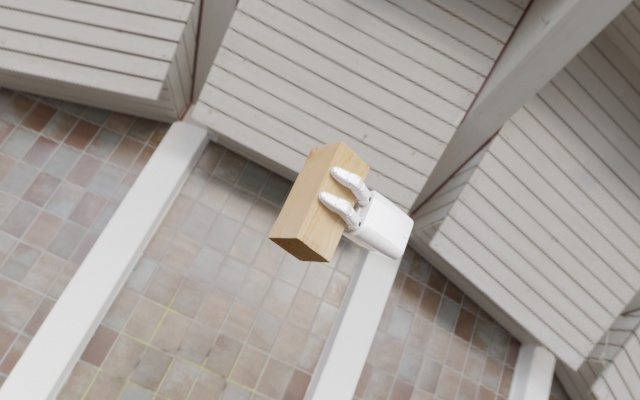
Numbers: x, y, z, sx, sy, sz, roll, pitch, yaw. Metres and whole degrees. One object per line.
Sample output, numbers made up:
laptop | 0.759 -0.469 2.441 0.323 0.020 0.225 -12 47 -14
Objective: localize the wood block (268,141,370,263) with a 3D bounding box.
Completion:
wood block | 0.000 0.003 0.890 0.090 0.206 0.091 40 -28 -31
